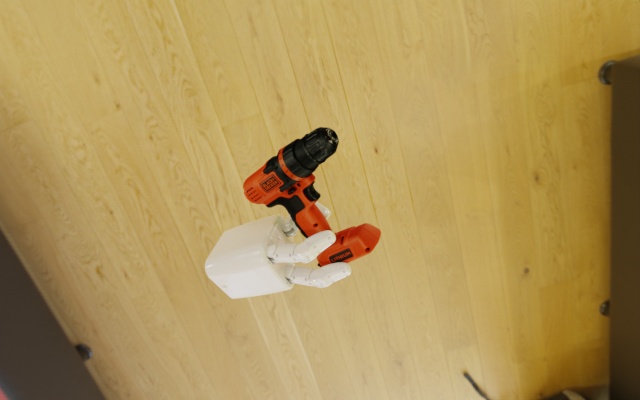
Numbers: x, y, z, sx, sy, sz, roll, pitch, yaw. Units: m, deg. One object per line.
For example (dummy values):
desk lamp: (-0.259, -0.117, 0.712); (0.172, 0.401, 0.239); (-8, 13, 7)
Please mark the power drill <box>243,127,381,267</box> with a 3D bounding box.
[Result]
power drill: (0.000, 0.003, 0.676); (0.184, 0.188, 0.057); (-30, 15, 42)
